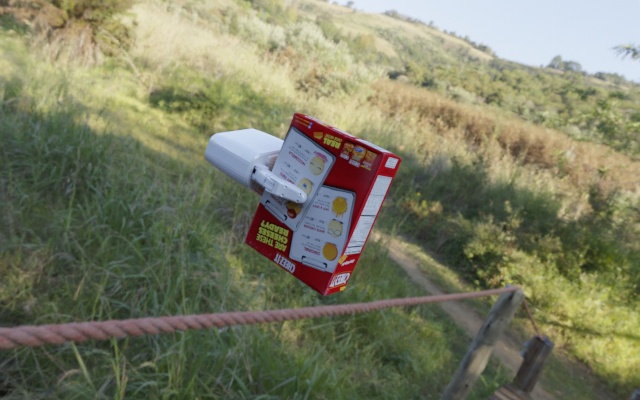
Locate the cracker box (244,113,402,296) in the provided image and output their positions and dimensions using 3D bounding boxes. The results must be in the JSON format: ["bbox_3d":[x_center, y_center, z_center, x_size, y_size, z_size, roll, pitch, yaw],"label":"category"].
[{"bbox_3d":[0.000,0.002,0.696,0.164,0.214,0.072,29,14,30],"label":"cracker box"}]
